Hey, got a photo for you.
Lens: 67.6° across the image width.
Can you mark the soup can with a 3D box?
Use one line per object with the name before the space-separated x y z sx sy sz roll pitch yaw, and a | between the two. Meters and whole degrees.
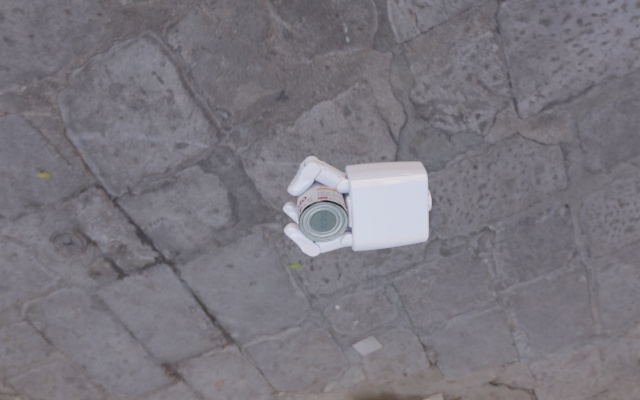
soup can | 0.000 0.002 0.664 0.068 0.068 0.102 0 33 -6
